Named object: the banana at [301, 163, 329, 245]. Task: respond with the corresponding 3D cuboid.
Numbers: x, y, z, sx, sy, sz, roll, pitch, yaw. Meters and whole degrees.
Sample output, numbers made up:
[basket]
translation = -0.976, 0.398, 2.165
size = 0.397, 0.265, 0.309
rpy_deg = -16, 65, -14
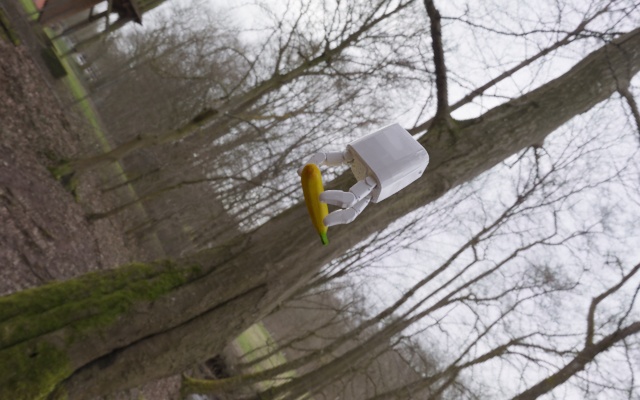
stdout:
[banana]
translation = -0.007, -0.006, 0.852
size = 0.037, 0.198, 0.069
rpy_deg = -24, 47, -11
